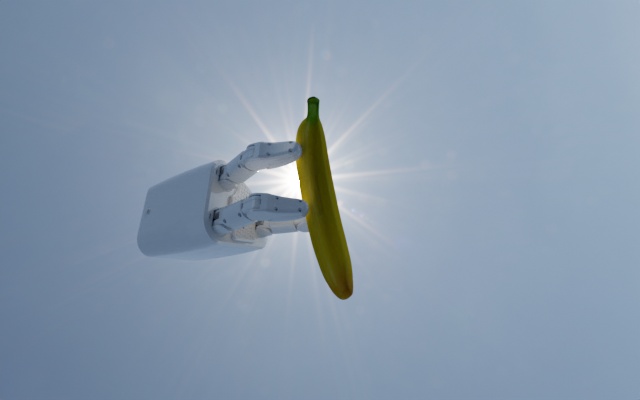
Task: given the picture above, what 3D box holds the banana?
[{"bbox_3d":[0.000,0.001,0.481,0.037,0.197,0.069,-11,-9,-1],"label":"banana"}]
